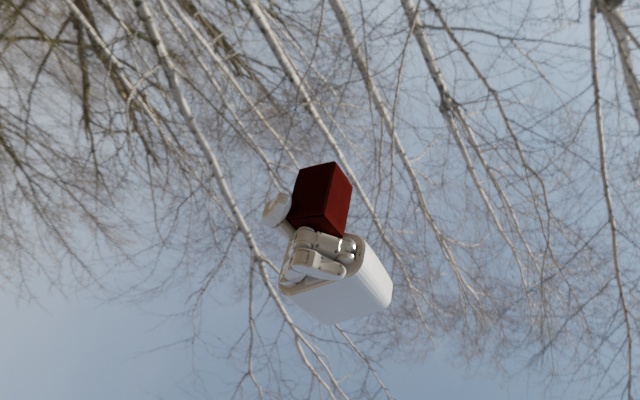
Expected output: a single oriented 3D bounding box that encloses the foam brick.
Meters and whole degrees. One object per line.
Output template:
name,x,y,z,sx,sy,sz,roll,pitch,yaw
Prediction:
foam brick,0.000,0.002,0.572,0.053,0.078,0.051,-8,-39,31
